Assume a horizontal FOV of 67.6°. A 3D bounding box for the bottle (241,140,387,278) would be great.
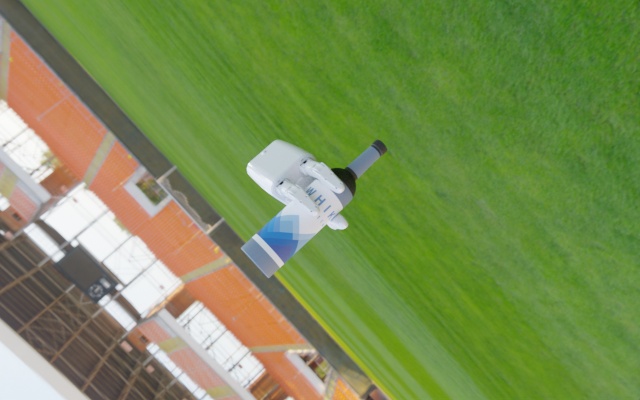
[{"bbox_3d":[0.000,0.003,0.795,0.295,0.069,0.069,-43,11,-12],"label":"bottle"}]
